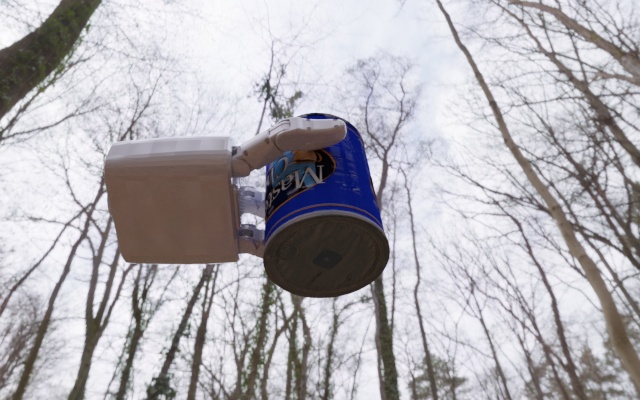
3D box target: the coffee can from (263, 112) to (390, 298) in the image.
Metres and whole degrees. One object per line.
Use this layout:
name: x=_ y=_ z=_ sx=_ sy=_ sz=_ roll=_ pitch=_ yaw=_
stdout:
coffee can: x=0.000 y=0.001 z=0.434 sx=0.103 sy=0.103 sz=0.140 roll=0 pitch=43 yaw=-6
